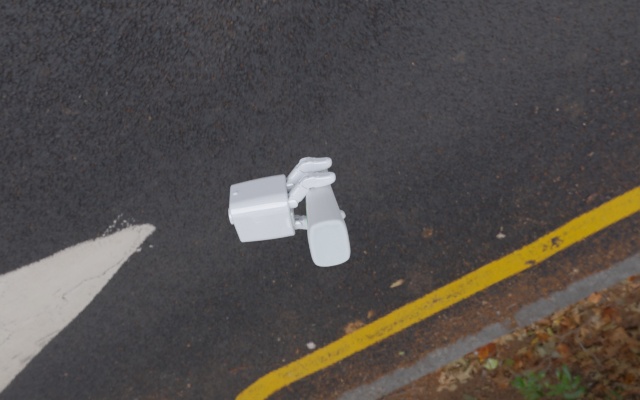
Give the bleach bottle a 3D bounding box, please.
[{"bbox_3d":[0.000,0.003,0.896,0.068,0.103,0.250,-10,35,-1],"label":"bleach bottle"}]
